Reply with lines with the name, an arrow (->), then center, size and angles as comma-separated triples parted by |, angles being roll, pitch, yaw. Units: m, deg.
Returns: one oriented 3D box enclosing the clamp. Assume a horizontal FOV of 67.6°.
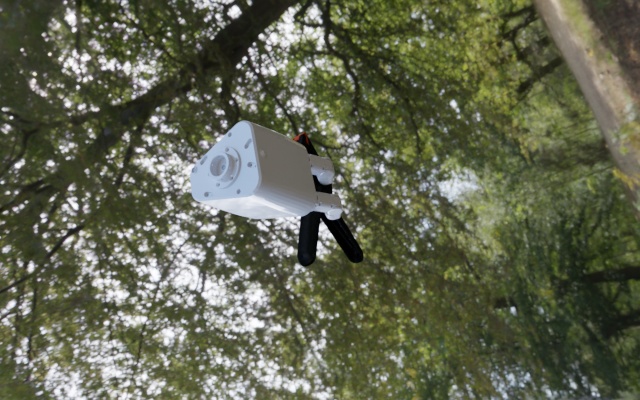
clamp -> -0.001, 0.002, 0.705 | 0.036, 0.210, 0.164 | -23, -23, 25
